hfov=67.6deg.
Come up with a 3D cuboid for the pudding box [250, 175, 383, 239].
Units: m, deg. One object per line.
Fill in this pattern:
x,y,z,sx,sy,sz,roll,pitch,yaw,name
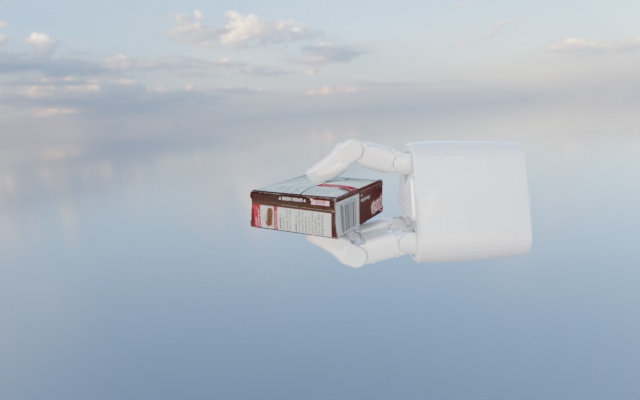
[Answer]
0.000,0.001,0.461,0.090,0.039,0.113,5,11,27,pudding box
